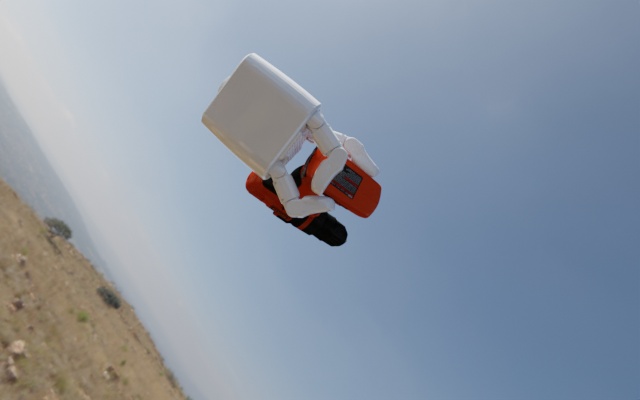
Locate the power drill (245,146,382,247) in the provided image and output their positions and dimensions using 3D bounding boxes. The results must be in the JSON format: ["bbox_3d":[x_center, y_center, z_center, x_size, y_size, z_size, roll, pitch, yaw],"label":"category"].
[{"bbox_3d":[0.000,0.002,0.669,0.184,0.057,0.188,34,-26,-19],"label":"power drill"}]
